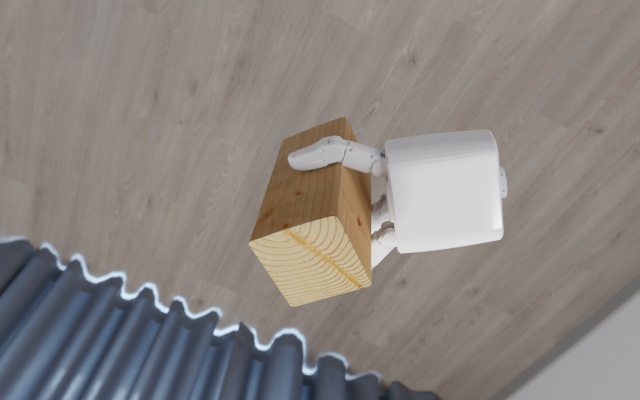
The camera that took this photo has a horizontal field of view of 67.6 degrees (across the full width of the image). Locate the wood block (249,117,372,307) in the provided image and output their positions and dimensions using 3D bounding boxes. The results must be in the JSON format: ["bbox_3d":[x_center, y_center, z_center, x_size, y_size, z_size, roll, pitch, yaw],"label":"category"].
[{"bbox_3d":[0.000,0.001,0.525,0.090,0.091,0.206,-18,30,17],"label":"wood block"}]
